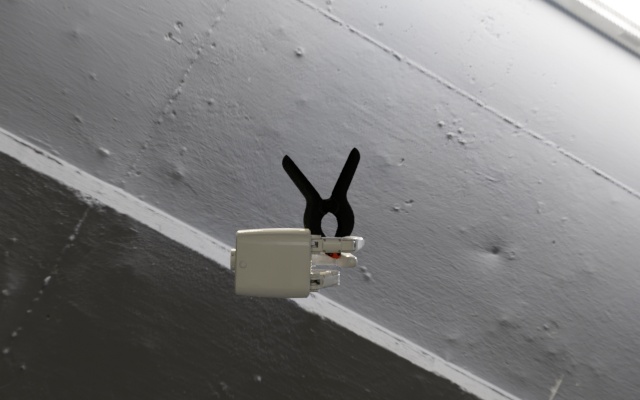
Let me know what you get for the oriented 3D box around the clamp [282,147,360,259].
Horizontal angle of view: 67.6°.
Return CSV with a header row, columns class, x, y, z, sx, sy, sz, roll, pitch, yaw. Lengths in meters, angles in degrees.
class,x,y,z,sx,sy,sz,roll,pitch,yaw
clamp,0.000,0.003,0.728,0.120,0.171,0.039,1,-2,-4
